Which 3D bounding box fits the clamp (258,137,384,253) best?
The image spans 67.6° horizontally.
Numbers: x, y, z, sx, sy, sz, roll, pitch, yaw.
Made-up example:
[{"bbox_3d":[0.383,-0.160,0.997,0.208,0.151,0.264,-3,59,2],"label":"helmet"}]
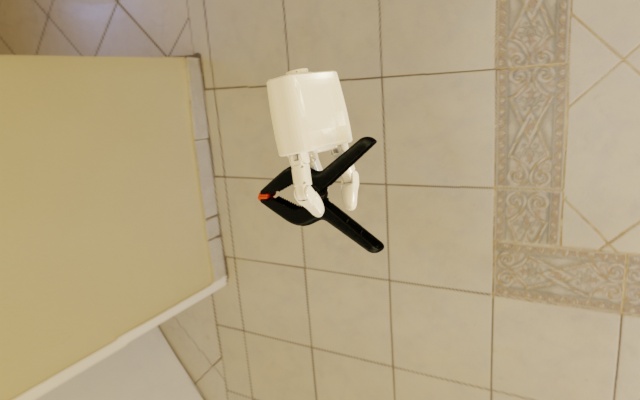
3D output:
[{"bbox_3d":[-0.001,0.002,0.711,0.210,0.164,0.036,-7,7,31],"label":"clamp"}]
